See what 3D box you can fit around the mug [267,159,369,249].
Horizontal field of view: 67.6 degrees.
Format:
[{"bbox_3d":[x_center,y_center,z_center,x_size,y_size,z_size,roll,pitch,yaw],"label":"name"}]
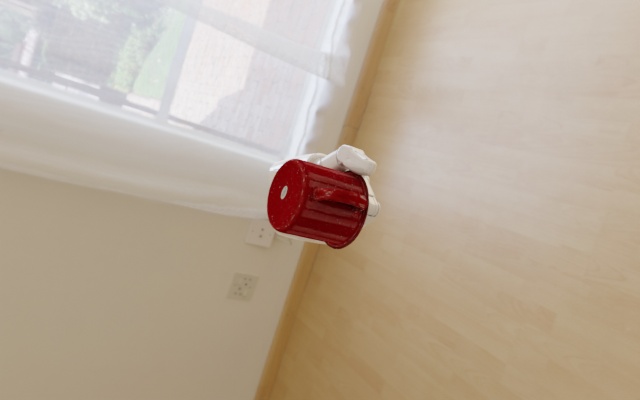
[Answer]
[{"bbox_3d":[0.001,0.002,0.519,0.081,0.093,0.117,15,-9,-33],"label":"mug"}]
